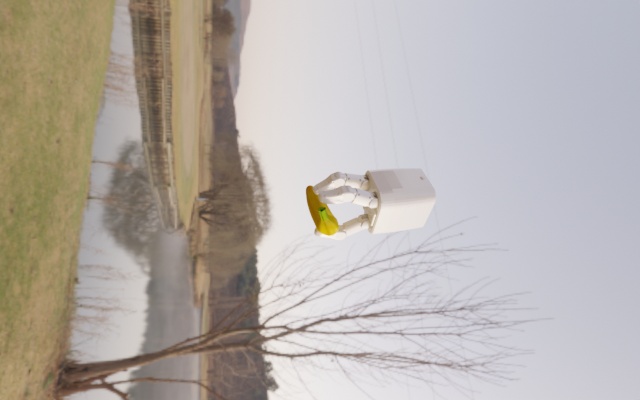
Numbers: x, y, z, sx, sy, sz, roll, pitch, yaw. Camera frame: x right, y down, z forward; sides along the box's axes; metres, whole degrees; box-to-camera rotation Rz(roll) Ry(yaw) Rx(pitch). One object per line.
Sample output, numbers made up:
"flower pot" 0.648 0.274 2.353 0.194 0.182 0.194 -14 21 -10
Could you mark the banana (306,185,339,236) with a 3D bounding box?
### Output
"banana" 0.004 0.021 0.855 0.037 0.070 0.197 -12 14 -7
